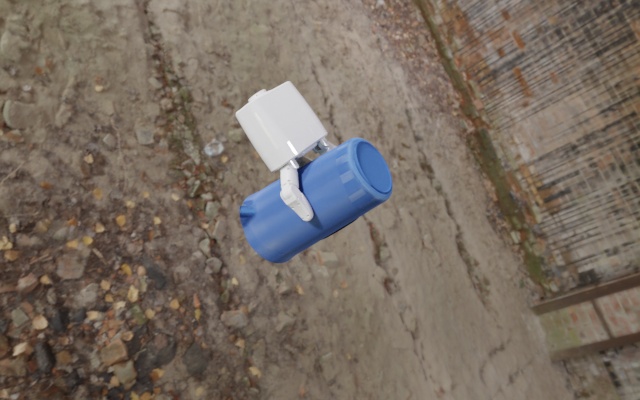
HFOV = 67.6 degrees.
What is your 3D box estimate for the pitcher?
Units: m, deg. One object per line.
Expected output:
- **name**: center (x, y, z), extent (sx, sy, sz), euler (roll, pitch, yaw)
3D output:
- **pitcher**: center (0.000, 0.002, 0.787), extent (0.243, 0.145, 0.149), euler (-30, 8, 33)
